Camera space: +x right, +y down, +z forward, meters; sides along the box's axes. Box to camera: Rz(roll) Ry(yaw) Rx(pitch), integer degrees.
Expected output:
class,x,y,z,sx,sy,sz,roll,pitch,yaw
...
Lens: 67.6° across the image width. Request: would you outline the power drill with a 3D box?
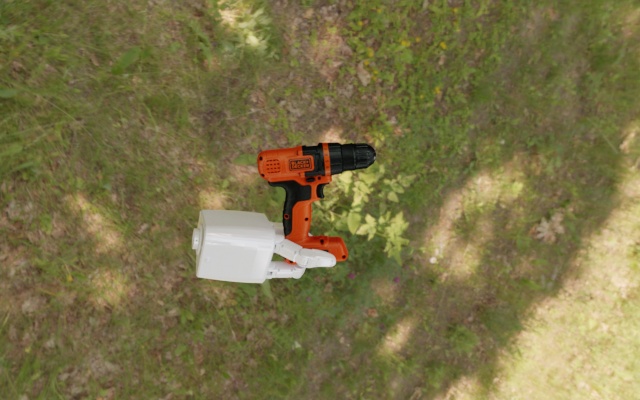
class,x,y,z,sx,sy,sz,roll,pitch,yaw
power drill,0.000,0.003,0.755,0.184,0.188,0.057,-5,12,0
